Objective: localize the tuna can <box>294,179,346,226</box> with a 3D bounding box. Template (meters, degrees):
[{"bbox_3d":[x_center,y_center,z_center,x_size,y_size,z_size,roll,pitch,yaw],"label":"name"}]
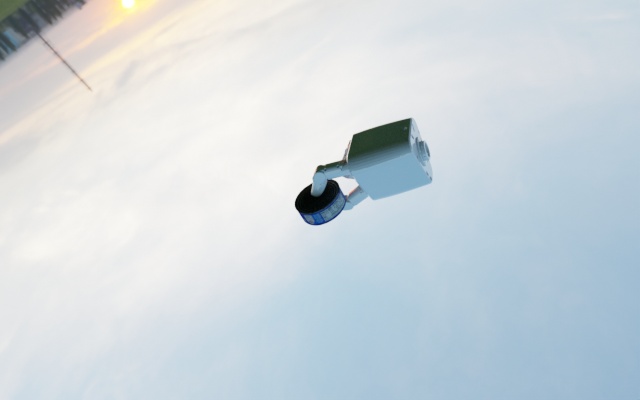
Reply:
[{"bbox_3d":[0.000,0.003,0.828,0.086,0.034,0.086,-20,36,15],"label":"tuna can"}]
